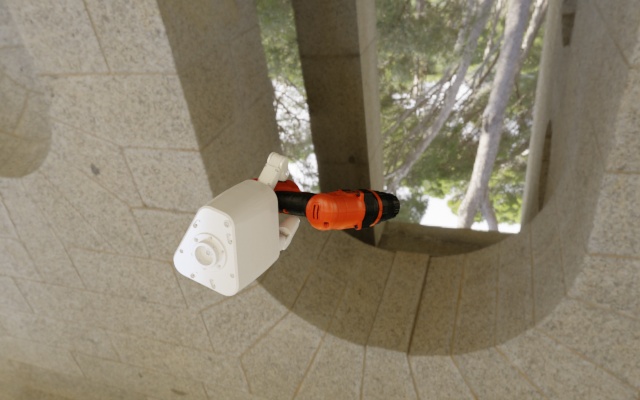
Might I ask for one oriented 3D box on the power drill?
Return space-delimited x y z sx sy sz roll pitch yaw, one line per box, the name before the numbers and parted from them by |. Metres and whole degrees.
power drill | 0.000 0.002 0.686 0.187 0.057 0.184 6 4 39
